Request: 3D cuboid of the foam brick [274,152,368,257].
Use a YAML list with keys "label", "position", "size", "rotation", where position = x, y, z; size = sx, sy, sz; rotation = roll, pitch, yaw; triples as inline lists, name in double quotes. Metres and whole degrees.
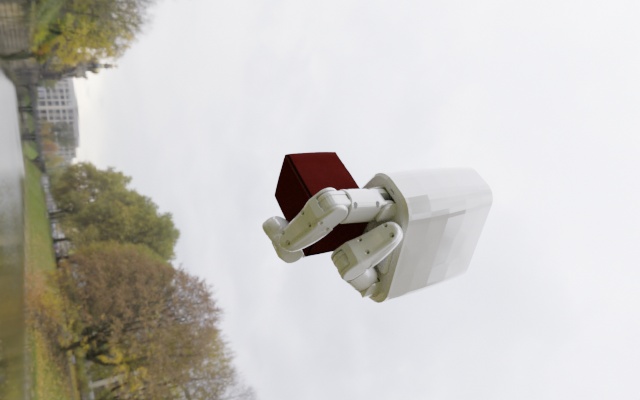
- label: "foam brick"
  position: [0.000, 0.001, 0.422]
  size: [0.051, 0.078, 0.053]
  rotation: [-9, -39, -29]
